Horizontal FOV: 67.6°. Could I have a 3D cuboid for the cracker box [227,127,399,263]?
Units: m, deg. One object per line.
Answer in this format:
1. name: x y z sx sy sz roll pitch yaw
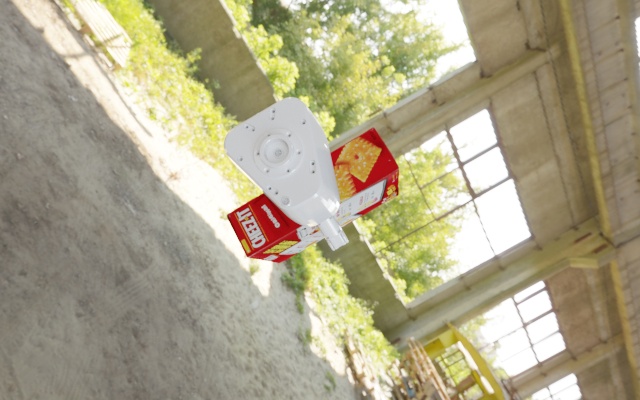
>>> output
1. cracker box: 0.000 0.002 0.652 0.214 0.072 0.164 -30 -13 3
